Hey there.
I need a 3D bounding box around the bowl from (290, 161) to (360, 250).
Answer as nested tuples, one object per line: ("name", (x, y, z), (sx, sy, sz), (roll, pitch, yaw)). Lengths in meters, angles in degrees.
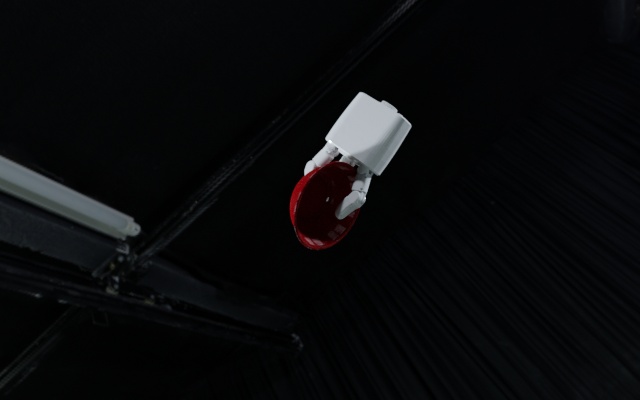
("bowl", (-0.001, 0.004, 0.840), (0.162, 0.162, 0.055), (0, 18, -45))
